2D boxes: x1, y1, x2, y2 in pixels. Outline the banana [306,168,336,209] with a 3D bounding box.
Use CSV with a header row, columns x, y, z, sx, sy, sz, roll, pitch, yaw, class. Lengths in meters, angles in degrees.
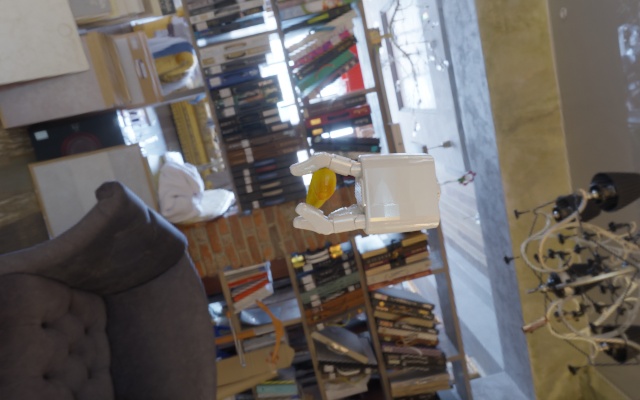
x,y,z,sx,sy,sz,roll,pitch,yaw,class
0.002,-0.015,0.719,0.037,0.069,0.198,7,-13,-4,banana
